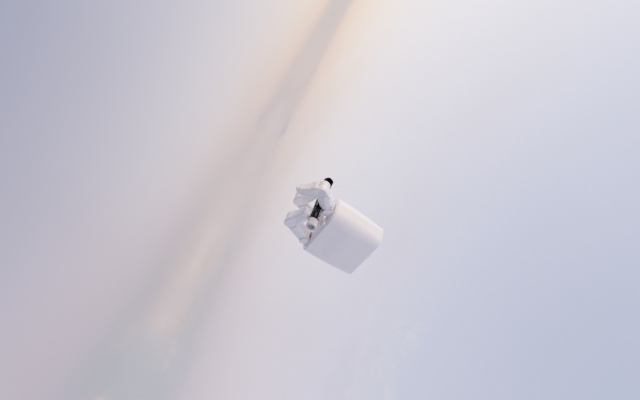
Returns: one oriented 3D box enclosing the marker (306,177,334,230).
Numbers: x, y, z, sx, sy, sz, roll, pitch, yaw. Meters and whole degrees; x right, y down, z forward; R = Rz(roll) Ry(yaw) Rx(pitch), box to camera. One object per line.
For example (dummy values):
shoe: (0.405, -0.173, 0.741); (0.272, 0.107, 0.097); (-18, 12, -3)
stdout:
marker: (0.000, 0.003, 0.856); (0.020, 0.121, 0.020); (12, -41, 11)
